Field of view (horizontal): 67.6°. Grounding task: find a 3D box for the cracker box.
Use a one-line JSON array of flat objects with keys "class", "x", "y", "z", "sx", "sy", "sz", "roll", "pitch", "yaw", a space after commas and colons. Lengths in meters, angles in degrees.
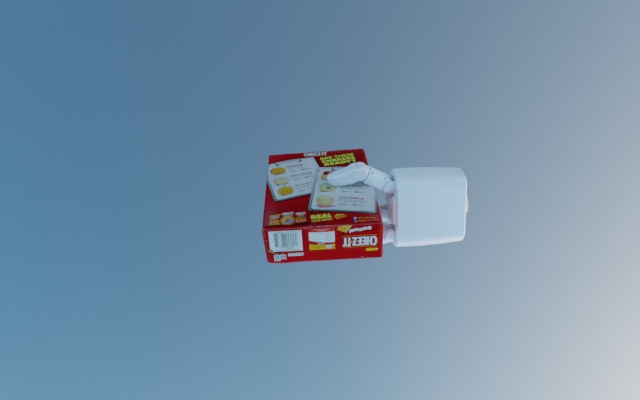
[{"class": "cracker box", "x": 0.000, "y": 0.002, "z": 0.734, "sx": 0.164, "sy": 0.072, "sz": 0.213, "roll": -4, "pitch": 33, "yaw": -1}]
